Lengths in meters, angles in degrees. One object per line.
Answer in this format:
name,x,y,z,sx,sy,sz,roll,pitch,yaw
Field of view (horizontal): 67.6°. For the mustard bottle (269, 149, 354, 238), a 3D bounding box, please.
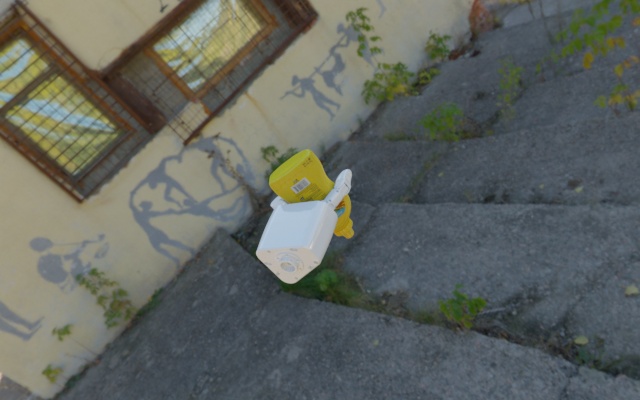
mustard bottle,0.000,0.003,0.880,0.096,0.192,0.058,-36,25,13
